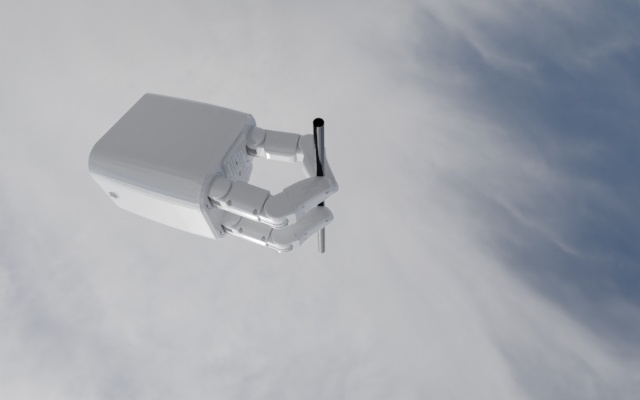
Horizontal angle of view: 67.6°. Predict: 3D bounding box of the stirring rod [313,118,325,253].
[{"bbox_3d":[0.000,0.001,0.432,0.011,0.011,0.240,0,-27,1],"label":"stirring rod"}]
